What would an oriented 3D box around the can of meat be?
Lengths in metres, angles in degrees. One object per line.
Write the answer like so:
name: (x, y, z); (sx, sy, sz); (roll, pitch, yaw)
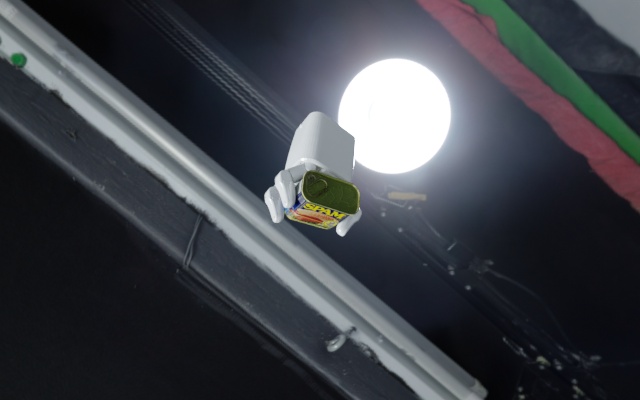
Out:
can of meat: (0.000, 0.003, 0.783); (0.102, 0.057, 0.084); (18, -29, -21)
